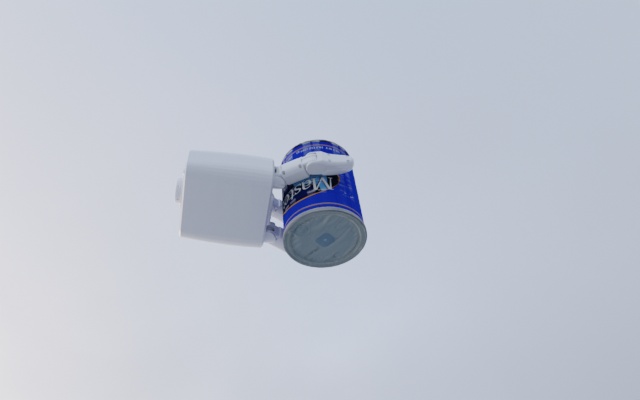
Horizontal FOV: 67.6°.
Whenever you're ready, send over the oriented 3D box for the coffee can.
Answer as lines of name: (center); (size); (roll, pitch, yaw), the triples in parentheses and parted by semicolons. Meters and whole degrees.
coffee can: (0.000, 0.002, 0.627); (0.103, 0.103, 0.140); (0, 42, -6)
